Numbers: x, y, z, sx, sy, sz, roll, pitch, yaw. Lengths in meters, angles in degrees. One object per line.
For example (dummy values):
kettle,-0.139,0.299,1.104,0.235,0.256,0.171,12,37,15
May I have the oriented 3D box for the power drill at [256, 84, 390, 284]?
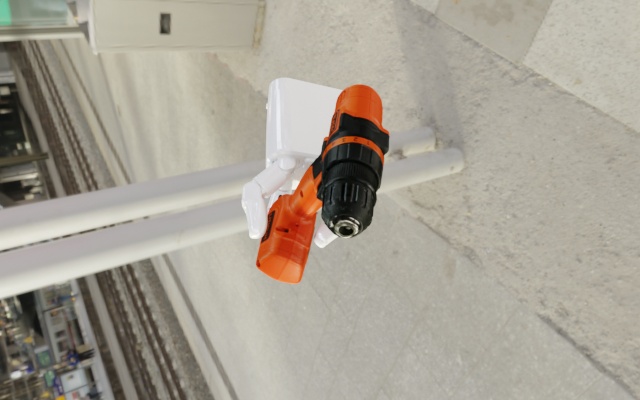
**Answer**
power drill,0.000,0.002,0.459,0.057,0.184,0.188,26,-48,-13
